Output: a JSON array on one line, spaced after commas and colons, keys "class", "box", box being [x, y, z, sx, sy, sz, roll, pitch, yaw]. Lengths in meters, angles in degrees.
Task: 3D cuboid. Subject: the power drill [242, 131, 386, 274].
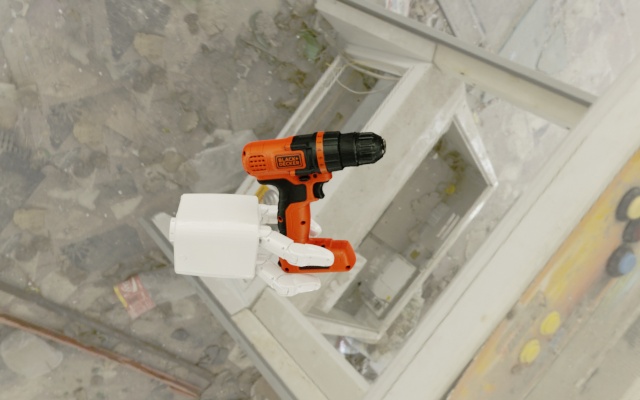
[{"class": "power drill", "box": [0.000, 0.003, 0.629, 0.184, 0.188, 0.057, -3, 20, 13]}]
